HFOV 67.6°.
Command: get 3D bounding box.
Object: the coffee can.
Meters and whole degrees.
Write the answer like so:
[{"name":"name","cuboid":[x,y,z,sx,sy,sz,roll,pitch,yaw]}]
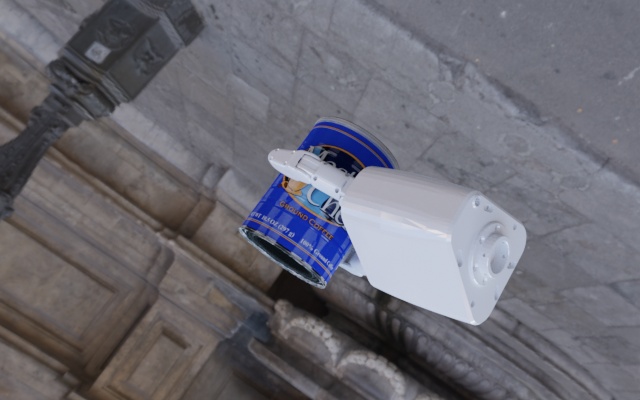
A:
[{"name":"coffee can","cuboid":[0.000,0.001,0.482,0.103,0.140,0.103,32,-16,10]}]
